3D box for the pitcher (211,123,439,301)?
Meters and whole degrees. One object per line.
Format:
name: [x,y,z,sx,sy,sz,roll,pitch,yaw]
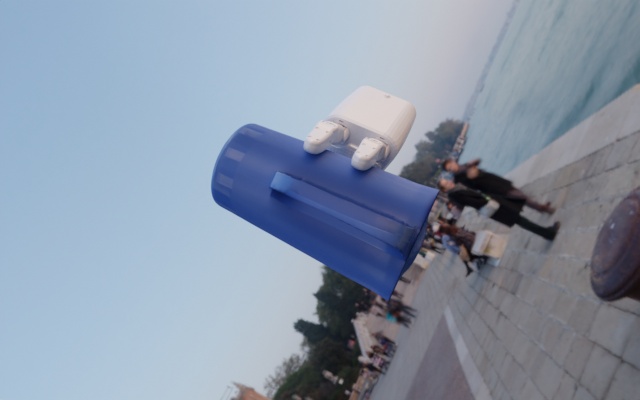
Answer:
pitcher: [0.000,0.002,0.538,0.243,0.149,0.145,24,45,12]
